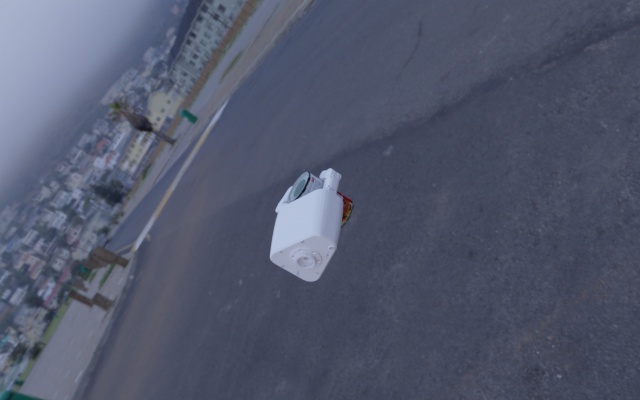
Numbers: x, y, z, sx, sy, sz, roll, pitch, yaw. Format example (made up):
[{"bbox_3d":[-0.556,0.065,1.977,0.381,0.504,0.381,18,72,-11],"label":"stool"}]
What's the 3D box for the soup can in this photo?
[{"bbox_3d":[0.000,0.002,0.857,0.102,0.068,0.068,33,-12,-19],"label":"soup can"}]
